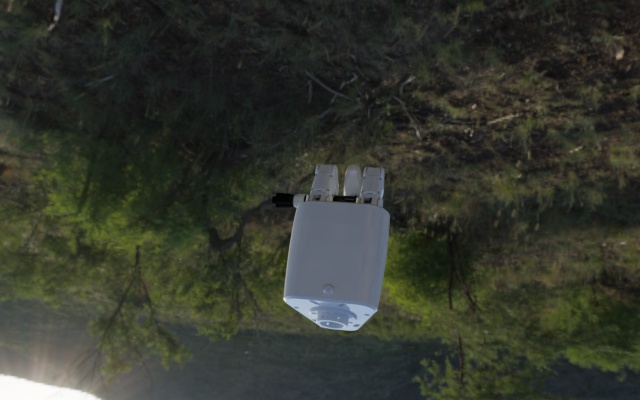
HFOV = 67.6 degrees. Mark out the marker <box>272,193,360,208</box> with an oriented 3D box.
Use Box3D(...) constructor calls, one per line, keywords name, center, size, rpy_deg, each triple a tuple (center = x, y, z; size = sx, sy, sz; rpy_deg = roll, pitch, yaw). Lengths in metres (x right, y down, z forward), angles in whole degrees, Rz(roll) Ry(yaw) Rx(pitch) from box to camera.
Box3D(name="marker", center=(0.000, 0.002, 0.574), size=(0.121, 0.020, 0.020), rpy_deg=(3, 0, 12))
